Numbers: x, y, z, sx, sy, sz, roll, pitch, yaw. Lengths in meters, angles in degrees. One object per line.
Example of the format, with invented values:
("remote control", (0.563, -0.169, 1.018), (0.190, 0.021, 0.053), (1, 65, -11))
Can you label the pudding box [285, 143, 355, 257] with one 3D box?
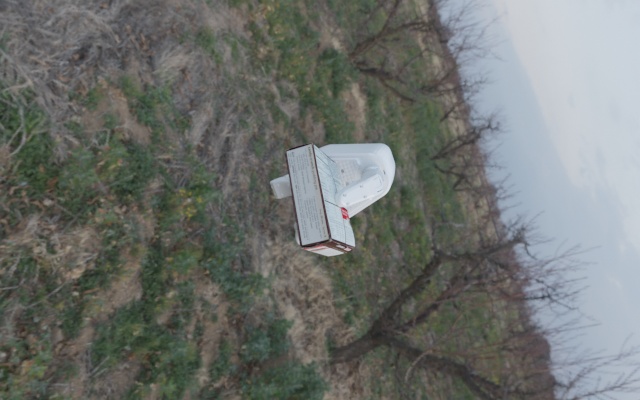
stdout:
("pudding box", (0.000, 0.002, 0.536), (0.039, 0.113, 0.090), (-17, -17, 17))
